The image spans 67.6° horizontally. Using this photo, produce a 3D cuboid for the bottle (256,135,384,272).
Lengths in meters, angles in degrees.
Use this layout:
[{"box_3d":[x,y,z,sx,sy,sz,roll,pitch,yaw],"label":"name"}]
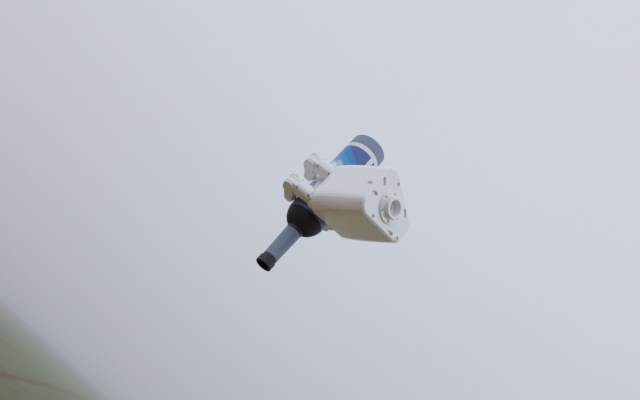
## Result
[{"box_3d":[0.000,0.002,0.782,0.069,0.069,0.295,0,40,49],"label":"bottle"}]
